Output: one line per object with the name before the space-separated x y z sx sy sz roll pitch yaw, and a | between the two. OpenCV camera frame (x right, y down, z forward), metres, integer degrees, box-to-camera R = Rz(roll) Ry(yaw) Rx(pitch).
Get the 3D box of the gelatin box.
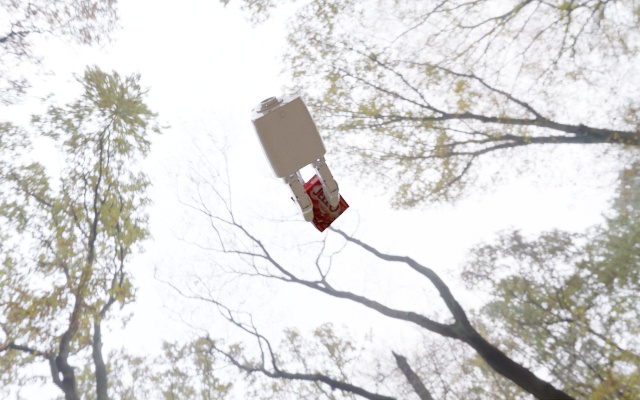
gelatin box | 0.000 0.003 0.850 0.073 0.089 0.030 -43 31 -8
